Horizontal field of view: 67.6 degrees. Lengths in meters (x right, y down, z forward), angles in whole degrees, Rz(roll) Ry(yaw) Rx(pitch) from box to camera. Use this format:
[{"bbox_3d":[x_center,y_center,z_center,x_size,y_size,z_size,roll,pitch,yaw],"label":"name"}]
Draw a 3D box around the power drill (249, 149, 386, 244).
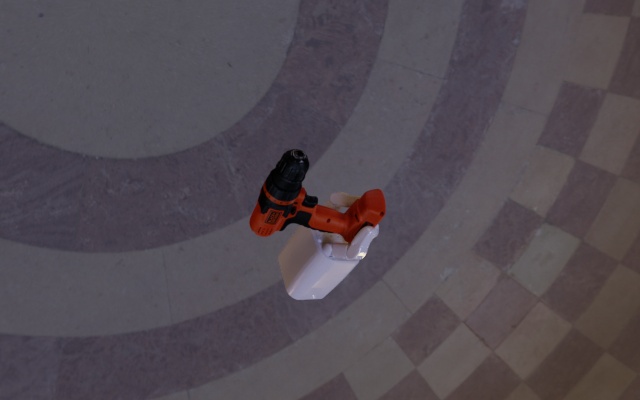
[{"bbox_3d":[0.000,0.003,0.725,0.187,0.057,0.184,12,-38,-19],"label":"power drill"}]
